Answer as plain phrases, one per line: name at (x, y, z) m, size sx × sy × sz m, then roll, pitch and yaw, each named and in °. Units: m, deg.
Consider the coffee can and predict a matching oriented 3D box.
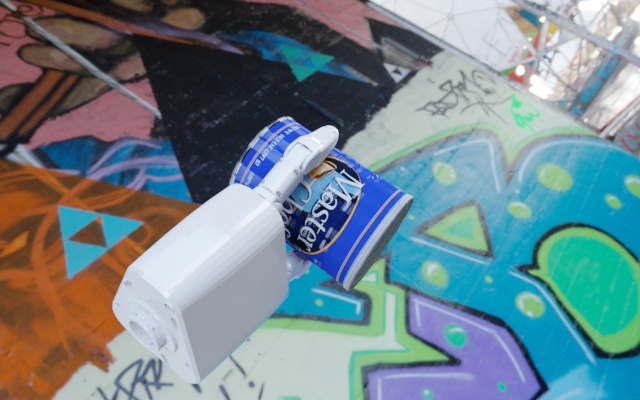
coffee can at (0.000, 0.001, 0.447) m, size 0.140 × 0.103 × 0.103 m, roll 35°, pitch 9°, yaw 14°
